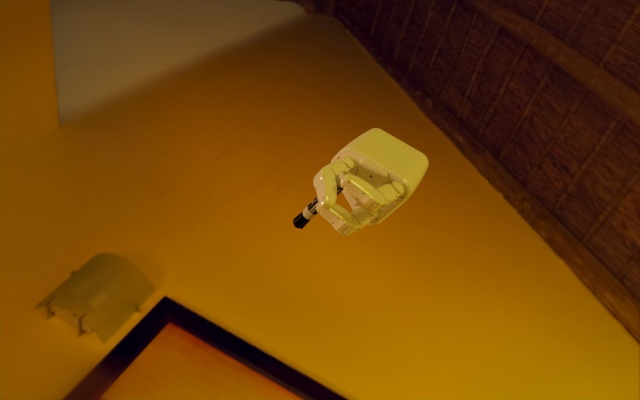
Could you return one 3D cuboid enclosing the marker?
[{"bbox_3d":[0.000,0.002,0.636,0.020,0.020,0.121,0,-34,-42],"label":"marker"}]
